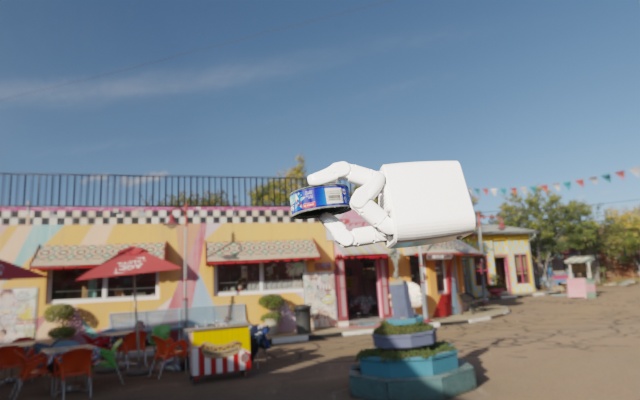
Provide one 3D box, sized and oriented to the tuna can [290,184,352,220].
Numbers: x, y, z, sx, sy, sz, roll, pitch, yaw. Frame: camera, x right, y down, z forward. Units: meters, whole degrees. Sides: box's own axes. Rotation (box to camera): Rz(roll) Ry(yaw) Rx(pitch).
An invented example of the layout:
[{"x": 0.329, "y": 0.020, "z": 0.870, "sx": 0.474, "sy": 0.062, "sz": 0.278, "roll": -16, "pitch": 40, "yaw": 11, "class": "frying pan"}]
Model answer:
[{"x": 0.000, "y": 0.002, "z": 0.672, "sx": 0.086, "sy": 0.033, "sz": 0.086, "roll": -8, "pitch": -10, "yaw": -1, "class": "tuna can"}]
